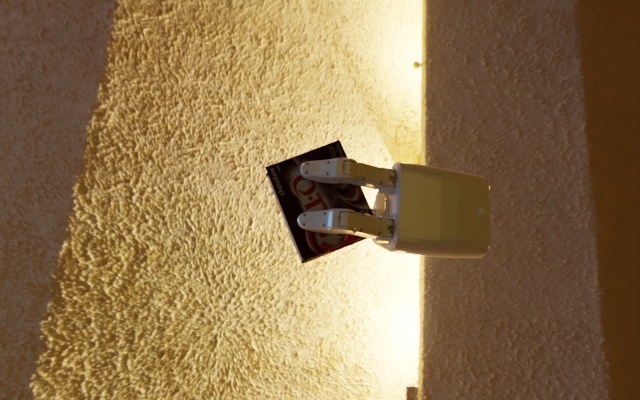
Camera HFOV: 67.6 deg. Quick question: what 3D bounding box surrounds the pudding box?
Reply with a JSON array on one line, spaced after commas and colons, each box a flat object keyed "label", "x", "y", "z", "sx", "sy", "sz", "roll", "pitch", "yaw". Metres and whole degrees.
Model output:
[{"label": "pudding box", "x": 0.000, "y": 0.002, "z": 0.527, "sx": 0.090, "sy": 0.113, "sz": 0.039, "roll": -21, "pitch": -12, "yaw": -12}]
